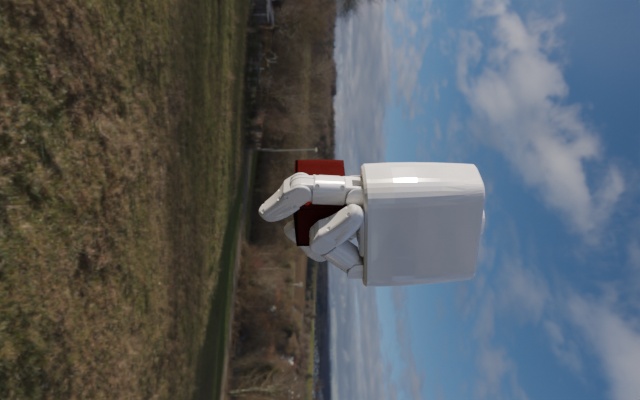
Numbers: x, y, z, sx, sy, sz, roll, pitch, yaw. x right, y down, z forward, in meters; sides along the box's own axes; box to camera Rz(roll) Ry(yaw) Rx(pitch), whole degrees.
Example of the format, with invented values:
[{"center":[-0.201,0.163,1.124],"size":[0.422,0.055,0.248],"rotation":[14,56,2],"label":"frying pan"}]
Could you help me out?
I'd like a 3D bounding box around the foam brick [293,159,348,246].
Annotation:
[{"center":[0.000,0.001,0.484],"size":[0.051,0.053,0.078],"rotation":[-2,42,0],"label":"foam brick"}]
